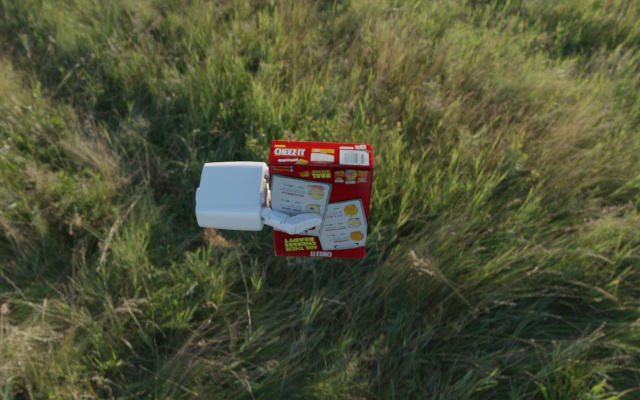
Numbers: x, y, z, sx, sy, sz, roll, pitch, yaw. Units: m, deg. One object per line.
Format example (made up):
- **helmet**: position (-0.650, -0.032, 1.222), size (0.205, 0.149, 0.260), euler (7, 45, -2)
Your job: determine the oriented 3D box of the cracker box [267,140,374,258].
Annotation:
- **cracker box**: position (0.000, 0.003, 0.810), size (0.164, 0.214, 0.072), euler (2, 43, 1)
